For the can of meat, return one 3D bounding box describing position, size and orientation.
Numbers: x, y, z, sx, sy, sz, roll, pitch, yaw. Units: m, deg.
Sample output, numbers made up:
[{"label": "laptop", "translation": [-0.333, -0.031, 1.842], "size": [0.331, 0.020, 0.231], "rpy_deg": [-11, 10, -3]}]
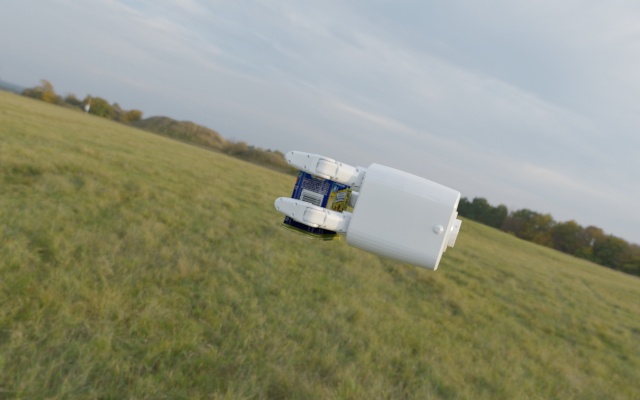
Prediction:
[{"label": "can of meat", "translation": [0.000, 0.002, 0.597], "size": [0.057, 0.084, 0.102], "rpy_deg": [18, 3, 20]}]
